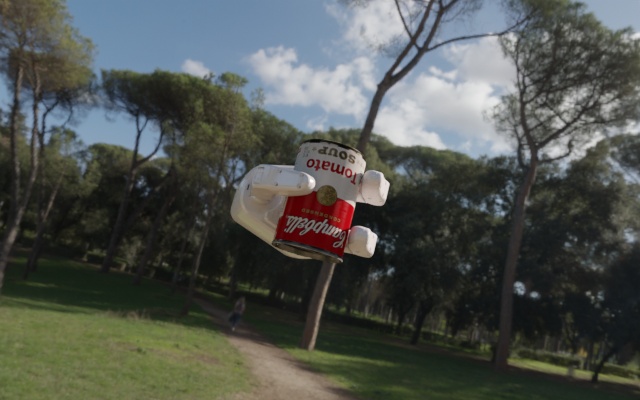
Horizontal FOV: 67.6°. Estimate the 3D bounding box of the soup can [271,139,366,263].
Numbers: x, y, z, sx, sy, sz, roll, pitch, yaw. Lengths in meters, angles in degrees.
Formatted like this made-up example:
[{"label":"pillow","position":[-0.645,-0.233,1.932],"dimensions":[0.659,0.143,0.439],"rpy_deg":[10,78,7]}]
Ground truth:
[{"label":"soup can","position":[0.000,0.001,0.452],"dimensions":[0.068,0.102,0.068],"rpy_deg":[14,-13,3]}]
